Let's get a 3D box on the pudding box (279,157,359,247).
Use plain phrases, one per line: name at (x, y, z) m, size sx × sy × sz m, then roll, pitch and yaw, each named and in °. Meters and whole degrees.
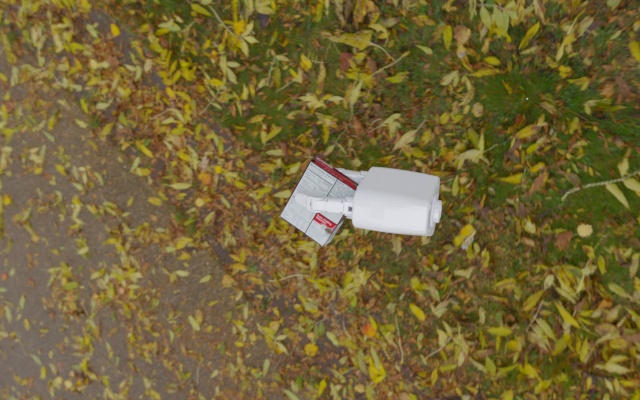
pudding box at (0.000, 0.003, 0.743) m, size 0.090 × 0.113 × 0.039 m, roll 35°, pitch 20°, yaw 9°
